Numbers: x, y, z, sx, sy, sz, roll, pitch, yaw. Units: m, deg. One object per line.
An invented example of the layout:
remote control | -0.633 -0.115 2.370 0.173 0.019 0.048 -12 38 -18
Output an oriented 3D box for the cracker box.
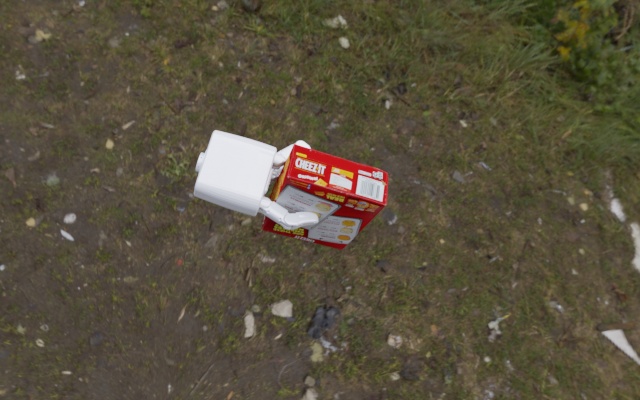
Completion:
cracker box | 0.000 0.003 0.828 0.164 0.072 0.214 15 -28 -11
